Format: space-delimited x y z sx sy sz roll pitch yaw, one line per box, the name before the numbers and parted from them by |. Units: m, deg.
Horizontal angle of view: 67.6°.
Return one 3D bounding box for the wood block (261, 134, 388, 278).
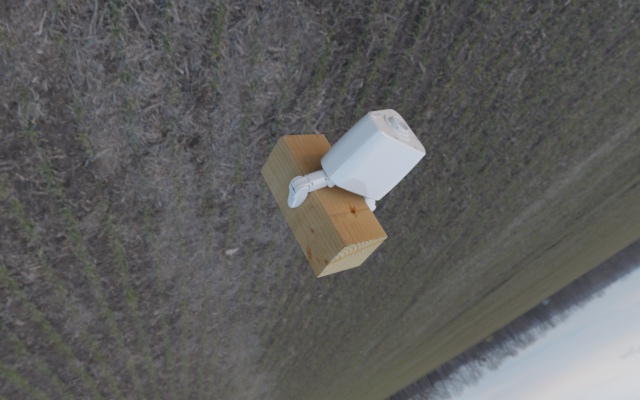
wood block | 0.000 0.002 0.748 0.091 0.206 0.090 -9 -32 -39
